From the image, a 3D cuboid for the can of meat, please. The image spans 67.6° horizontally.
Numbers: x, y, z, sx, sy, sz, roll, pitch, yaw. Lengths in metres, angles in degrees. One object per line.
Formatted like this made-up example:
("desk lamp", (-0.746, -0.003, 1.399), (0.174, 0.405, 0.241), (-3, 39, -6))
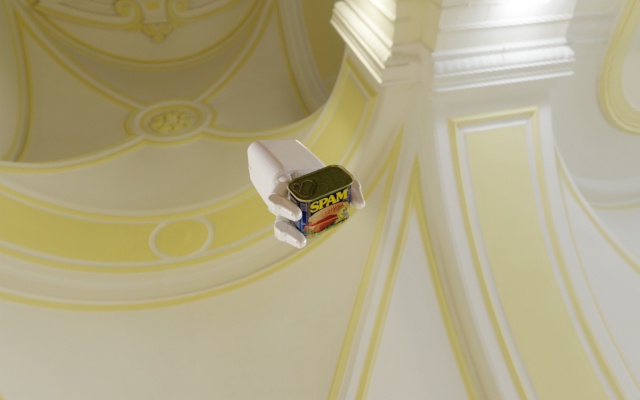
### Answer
("can of meat", (0.000, 0.003, 0.755), (0.102, 0.084, 0.057), (-23, 46, -25))
